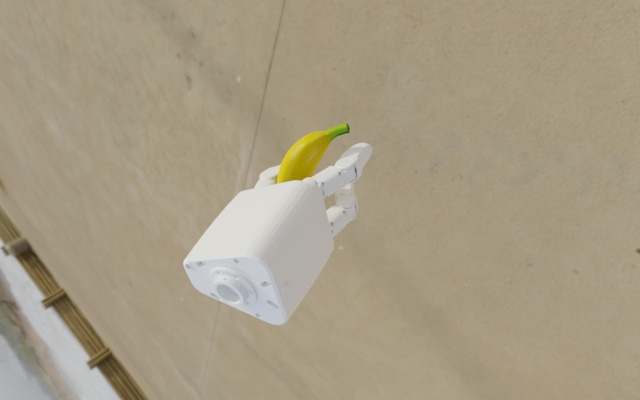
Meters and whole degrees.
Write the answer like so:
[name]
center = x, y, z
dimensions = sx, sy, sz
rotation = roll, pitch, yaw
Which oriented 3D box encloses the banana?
[banana]
center = -0.018, -0.004, 0.554
dimensions = 0.069, 0.198, 0.037
rotation = 11, 41, -1
